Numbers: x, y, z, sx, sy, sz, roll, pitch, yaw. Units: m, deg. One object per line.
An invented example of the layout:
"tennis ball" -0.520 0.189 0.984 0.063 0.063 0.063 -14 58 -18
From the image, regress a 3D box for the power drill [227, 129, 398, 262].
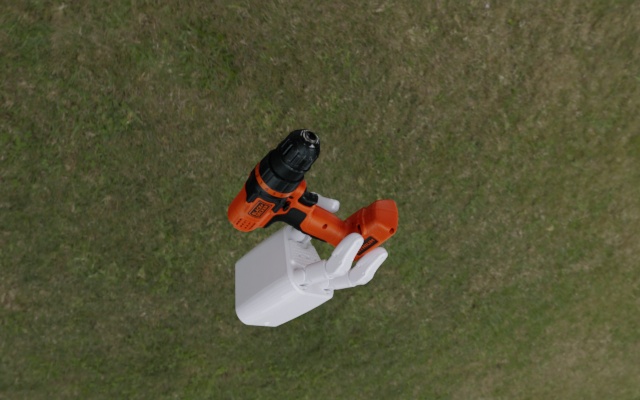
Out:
"power drill" 0.000 0.002 0.587 0.188 0.057 0.184 24 -40 -22
